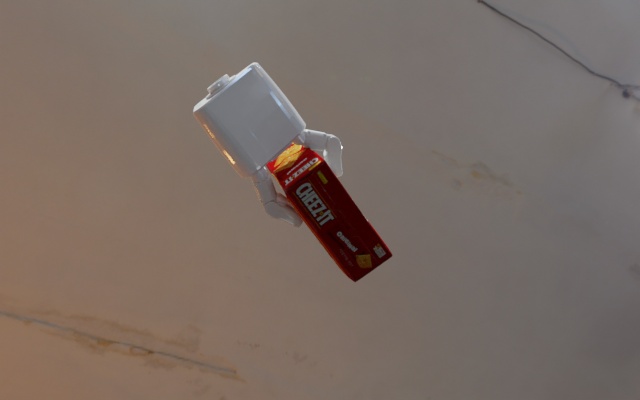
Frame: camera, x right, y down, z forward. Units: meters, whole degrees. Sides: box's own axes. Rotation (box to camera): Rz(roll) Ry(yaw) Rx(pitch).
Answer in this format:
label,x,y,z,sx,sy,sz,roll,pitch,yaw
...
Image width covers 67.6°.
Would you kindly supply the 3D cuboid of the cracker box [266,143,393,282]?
label,x,y,z,sx,sy,sz,roll,pitch,yaw
cracker box,0.000,0.002,0.692,0.072,0.164,0.213,-37,21,0
